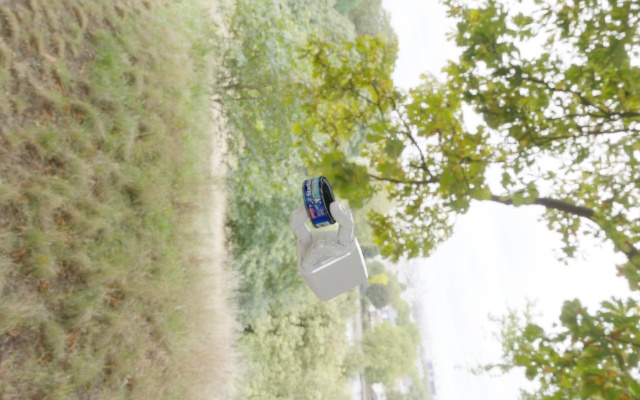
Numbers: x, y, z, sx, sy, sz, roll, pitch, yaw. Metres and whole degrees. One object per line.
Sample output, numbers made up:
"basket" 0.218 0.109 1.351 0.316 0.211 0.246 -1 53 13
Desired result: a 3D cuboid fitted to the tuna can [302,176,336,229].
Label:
"tuna can" 0.001 0.002 0.806 0.034 0.086 0.086 -14 -4 14
